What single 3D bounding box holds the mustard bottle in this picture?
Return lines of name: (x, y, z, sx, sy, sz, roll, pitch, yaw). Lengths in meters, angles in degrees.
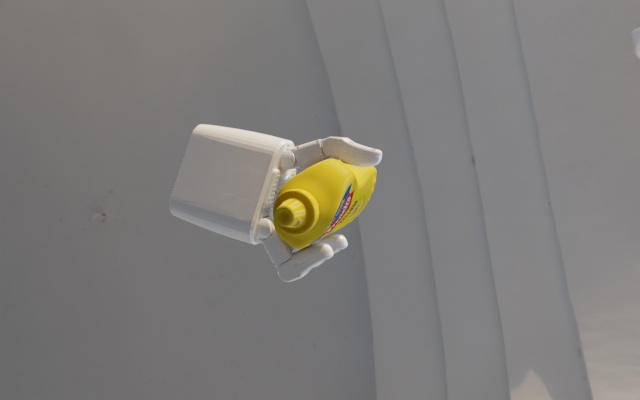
mustard bottle: (0.000, 0.002, 0.489, 0.058, 0.096, 0.191, 40, 17, 11)
